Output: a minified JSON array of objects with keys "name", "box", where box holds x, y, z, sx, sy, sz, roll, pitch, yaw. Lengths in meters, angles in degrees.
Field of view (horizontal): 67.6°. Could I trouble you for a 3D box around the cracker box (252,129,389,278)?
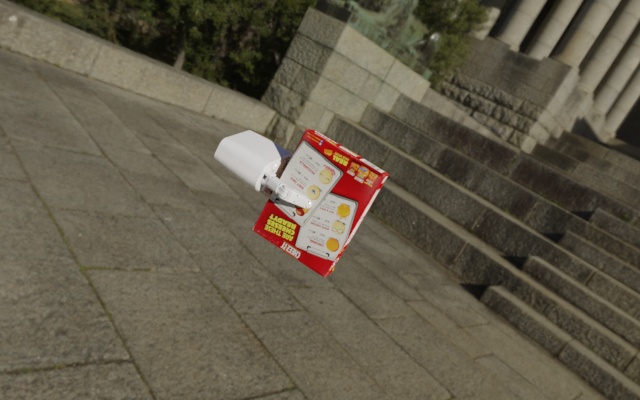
[{"name":"cracker box","box":[0.000,0.003,0.868,0.164,0.214,0.072,32,13,12]}]
